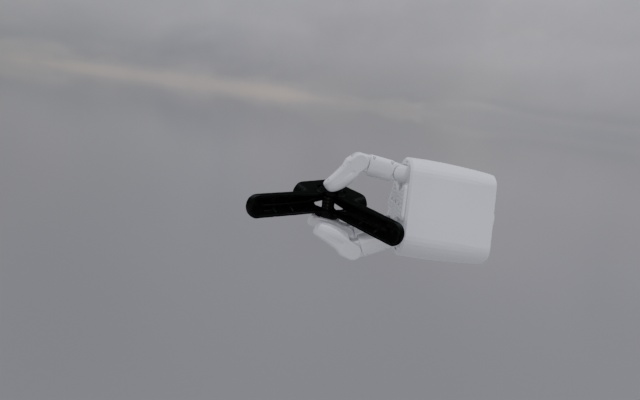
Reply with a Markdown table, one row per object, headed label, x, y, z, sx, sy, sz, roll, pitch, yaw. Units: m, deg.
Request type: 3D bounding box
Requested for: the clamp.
| label | x | y | z | sx | sy | sz | roll | pitch | yaw |
| --- | --- | --- | --- | --- | --- | --- | --- | --- | --- |
| clamp | 0.000 | 0.001 | 0.572 | 0.164 | 0.036 | 0.210 | 11 | 11 | -6 |
